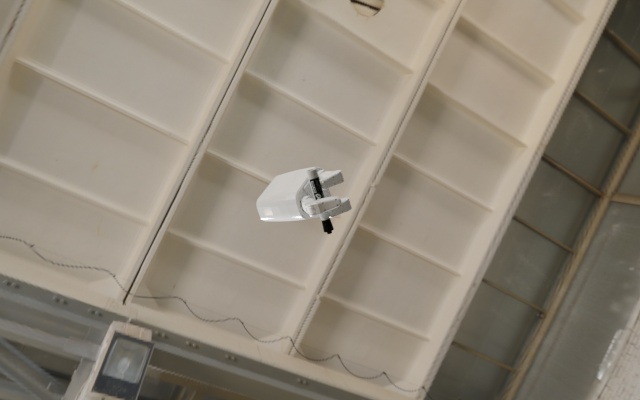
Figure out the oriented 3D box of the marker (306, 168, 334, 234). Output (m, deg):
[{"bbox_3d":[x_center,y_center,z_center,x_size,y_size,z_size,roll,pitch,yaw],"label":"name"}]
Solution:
[{"bbox_3d":[0.000,0.003,0.846,0.020,0.121,0.020,-15,13,4],"label":"marker"}]
